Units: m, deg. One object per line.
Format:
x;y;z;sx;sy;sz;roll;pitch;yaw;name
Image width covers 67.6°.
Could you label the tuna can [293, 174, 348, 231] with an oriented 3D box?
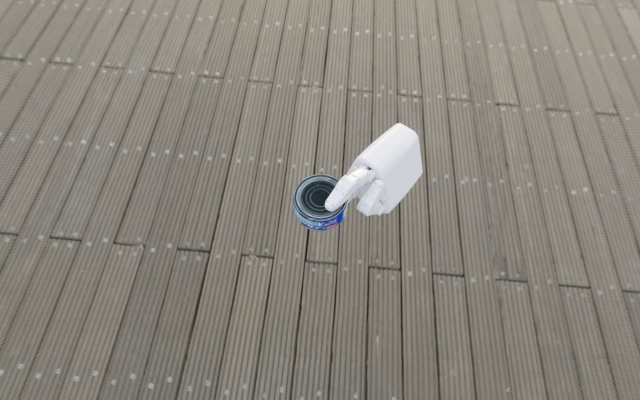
0.000;0.002;0.740;0.086;0.086;0.034;0;-30;1;tuna can
